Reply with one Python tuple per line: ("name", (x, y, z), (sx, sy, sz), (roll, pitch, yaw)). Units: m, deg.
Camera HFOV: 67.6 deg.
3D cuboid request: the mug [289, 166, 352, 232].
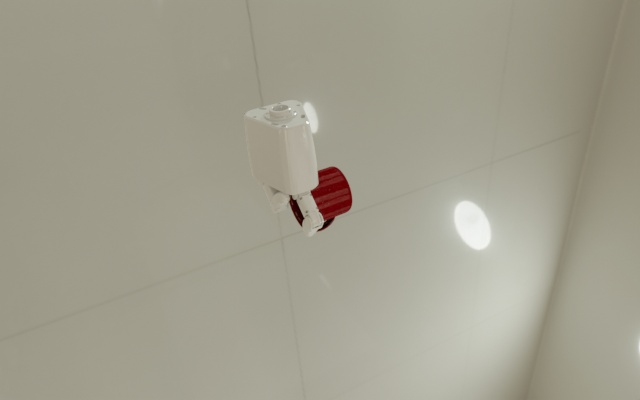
("mug", (0.000, 0.004, 0.793), (0.081, 0.117, 0.093), (-20, 38, -20))
